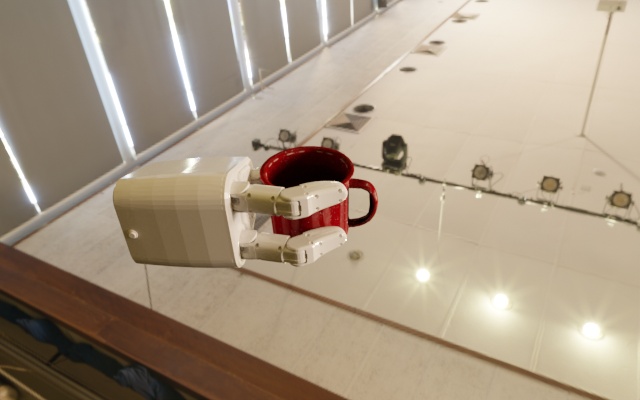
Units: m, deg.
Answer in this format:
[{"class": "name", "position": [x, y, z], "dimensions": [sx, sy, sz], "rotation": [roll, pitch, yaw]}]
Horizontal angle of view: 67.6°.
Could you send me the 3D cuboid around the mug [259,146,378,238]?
[{"class": "mug", "position": [0.002, 0.002, 0.490], "dimensions": [0.117, 0.082, 0.093], "rotation": [1, 35, 5]}]
